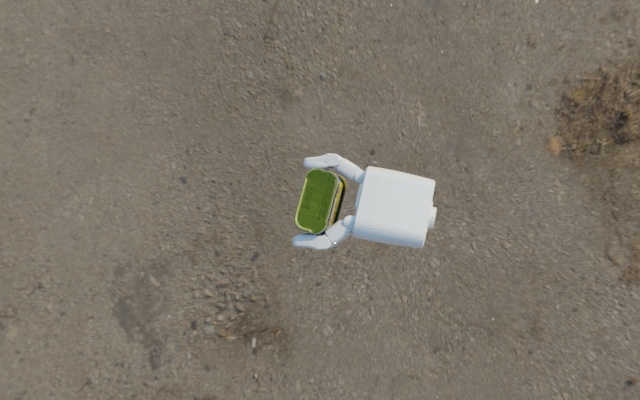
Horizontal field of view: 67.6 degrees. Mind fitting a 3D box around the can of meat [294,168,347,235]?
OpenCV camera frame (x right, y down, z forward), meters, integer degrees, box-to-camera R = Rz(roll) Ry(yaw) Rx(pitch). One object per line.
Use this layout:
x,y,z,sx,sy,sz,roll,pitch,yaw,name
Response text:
0.000,0.002,0.742,0.057,0.102,0.084,15,0,10,can of meat
